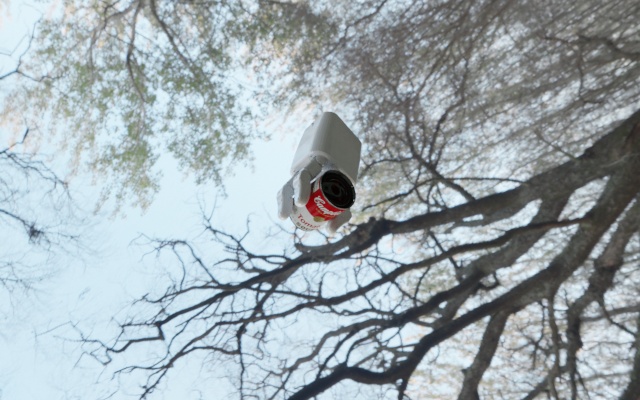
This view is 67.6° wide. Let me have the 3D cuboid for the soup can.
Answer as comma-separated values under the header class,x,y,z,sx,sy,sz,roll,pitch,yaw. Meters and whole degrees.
class,x,y,z,sx,sy,sz,roll,pitch,yaw
soup can,0.000,0.003,0.779,0.068,0.068,0.102,0,-24,-38
